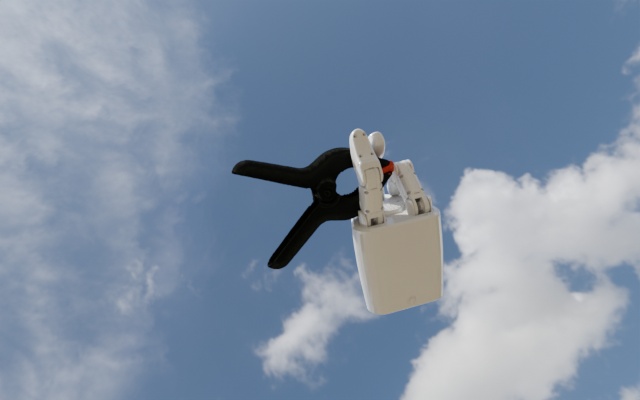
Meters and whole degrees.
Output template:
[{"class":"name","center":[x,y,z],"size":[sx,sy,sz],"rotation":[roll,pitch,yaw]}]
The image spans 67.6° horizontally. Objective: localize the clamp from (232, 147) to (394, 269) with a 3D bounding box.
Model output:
[{"class":"clamp","center":[0.000,0.001,0.513],"size":[0.171,0.120,0.039],"rotation":[-13,18,-11]}]
